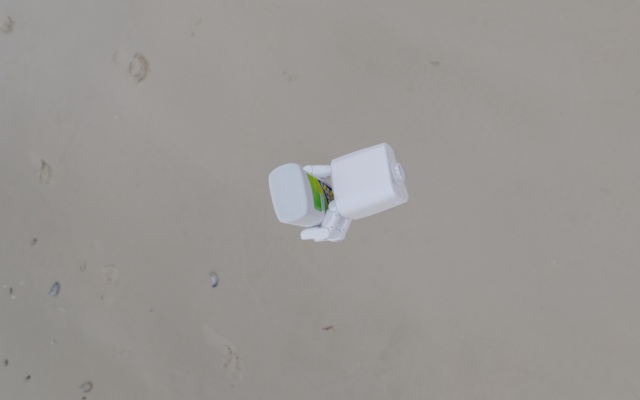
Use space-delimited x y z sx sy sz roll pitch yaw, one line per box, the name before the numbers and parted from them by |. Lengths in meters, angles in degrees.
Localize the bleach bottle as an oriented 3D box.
bleach bottle | 0.000 0.003 0.898 0.068 0.102 0.251 -18 -14 23
